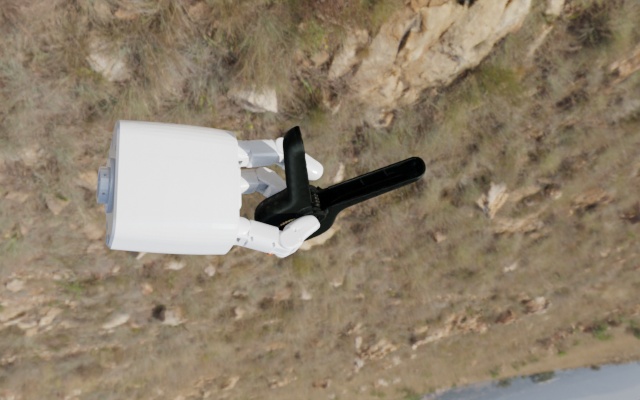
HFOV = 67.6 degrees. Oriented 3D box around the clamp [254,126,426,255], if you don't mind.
[{"bbox_3d":[0.000,0.003,0.512,0.164,0.036,0.210,5,-34,-29],"label":"clamp"}]
